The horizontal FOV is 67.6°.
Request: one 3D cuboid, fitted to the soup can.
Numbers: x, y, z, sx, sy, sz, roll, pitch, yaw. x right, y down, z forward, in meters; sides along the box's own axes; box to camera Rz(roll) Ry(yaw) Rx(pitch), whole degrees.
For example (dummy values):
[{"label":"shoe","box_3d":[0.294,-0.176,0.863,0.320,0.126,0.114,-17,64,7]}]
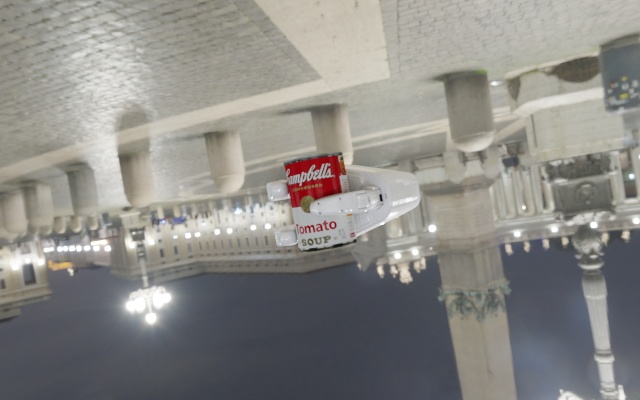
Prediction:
[{"label":"soup can","box_3d":[0.000,0.002,0.536,0.068,0.102,0.068,-10,1,0]}]
